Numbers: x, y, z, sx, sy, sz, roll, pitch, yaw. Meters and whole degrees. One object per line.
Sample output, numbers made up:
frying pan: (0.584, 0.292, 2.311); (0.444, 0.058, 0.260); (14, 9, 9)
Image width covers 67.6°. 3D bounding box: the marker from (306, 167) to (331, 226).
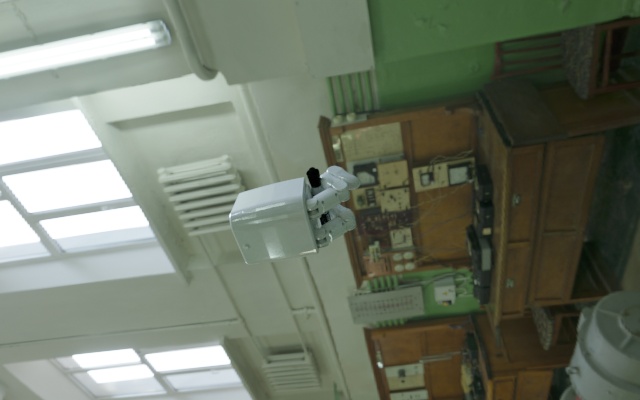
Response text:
marker: (0.000, 0.002, 0.706); (0.020, 0.121, 0.020); (-9, 37, 7)
